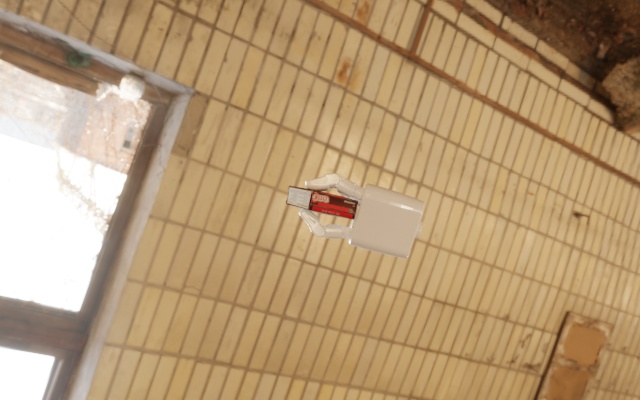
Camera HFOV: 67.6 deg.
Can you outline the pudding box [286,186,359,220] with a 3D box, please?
[{"bbox_3d":[0.000,0.003,0.840,0.090,0.039,0.113,14,-2,-25],"label":"pudding box"}]
